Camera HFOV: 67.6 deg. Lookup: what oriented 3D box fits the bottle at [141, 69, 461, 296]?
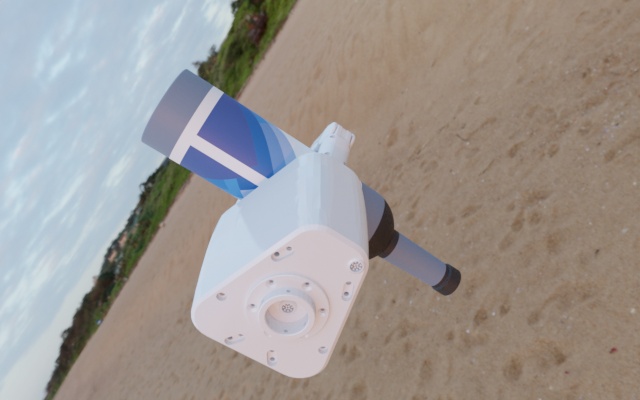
[{"bbox_3d":[0.000,0.001,0.406,0.296,0.069,0.069,32,-9,-15],"label":"bottle"}]
